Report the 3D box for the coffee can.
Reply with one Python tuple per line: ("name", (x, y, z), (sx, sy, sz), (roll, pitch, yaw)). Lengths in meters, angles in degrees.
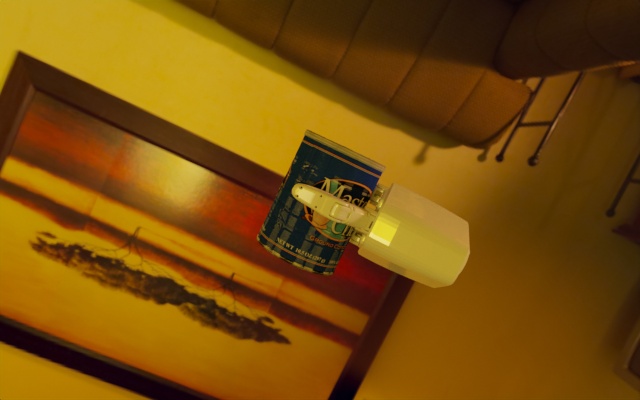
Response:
("coffee can", (0.000, 0.002, 0.561), (0.103, 0.140, 0.103), (25, 6, -3))
